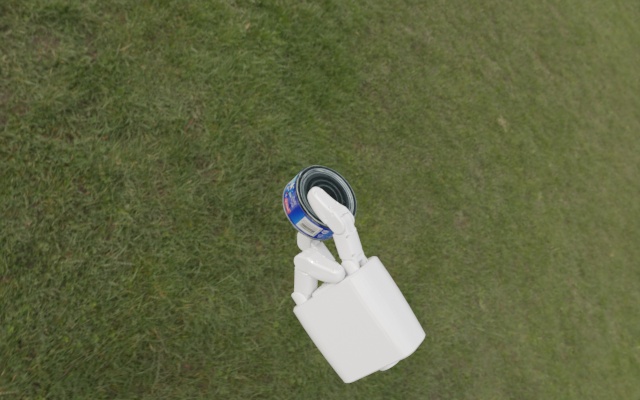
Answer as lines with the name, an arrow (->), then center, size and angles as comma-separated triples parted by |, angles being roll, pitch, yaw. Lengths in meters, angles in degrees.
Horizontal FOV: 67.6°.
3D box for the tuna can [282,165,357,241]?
tuna can -> 0.000, 0.002, 0.564 | 0.086, 0.086, 0.034 | 0, -27, -35
